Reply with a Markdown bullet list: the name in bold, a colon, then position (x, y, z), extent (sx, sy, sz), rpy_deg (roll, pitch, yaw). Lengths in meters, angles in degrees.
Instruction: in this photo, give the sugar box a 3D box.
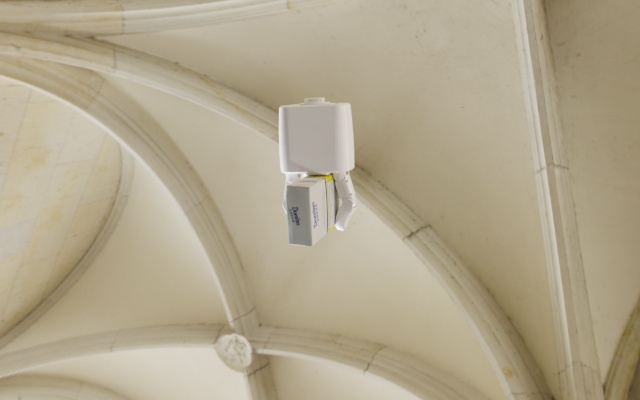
- **sugar box**: position (0.000, 0.002, 0.774), extent (0.048, 0.093, 0.176), rpy_deg (4, 15, 24)
